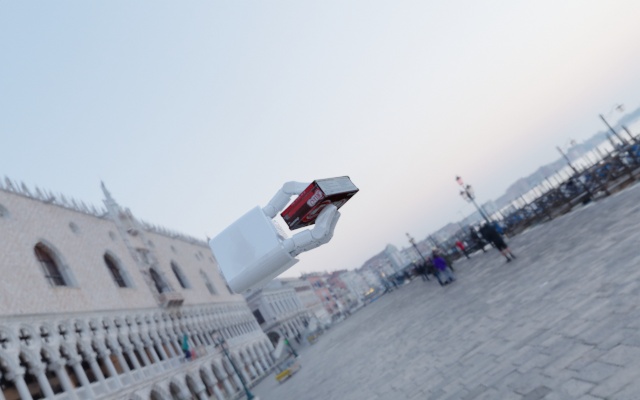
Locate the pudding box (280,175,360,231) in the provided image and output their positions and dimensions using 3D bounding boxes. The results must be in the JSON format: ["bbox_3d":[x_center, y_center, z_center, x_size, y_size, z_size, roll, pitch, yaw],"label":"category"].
[{"bbox_3d":[0.000,0.002,0.775,0.090,0.039,0.113,-43,-14,29],"label":"pudding box"}]
